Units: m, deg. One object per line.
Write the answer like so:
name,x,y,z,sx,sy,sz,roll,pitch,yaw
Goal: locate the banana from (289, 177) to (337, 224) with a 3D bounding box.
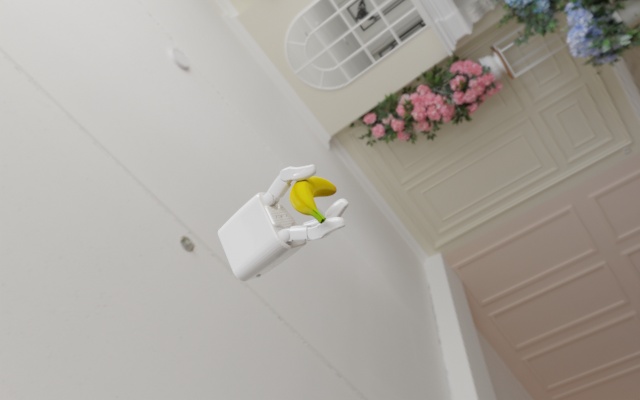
banana,-0.014,-0.009,0.791,0.069,0.037,0.197,43,18,-5
